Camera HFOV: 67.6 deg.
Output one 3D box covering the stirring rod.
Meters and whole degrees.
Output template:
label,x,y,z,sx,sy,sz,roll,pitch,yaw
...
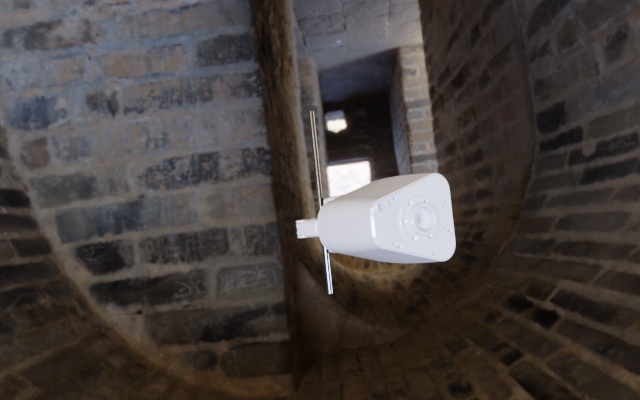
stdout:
label,x,y,z,sx,sy,sz,roll,pitch,yaw
stirring rod,0.000,0.002,0.629,0.011,0.239,0.011,-6,-2,0
